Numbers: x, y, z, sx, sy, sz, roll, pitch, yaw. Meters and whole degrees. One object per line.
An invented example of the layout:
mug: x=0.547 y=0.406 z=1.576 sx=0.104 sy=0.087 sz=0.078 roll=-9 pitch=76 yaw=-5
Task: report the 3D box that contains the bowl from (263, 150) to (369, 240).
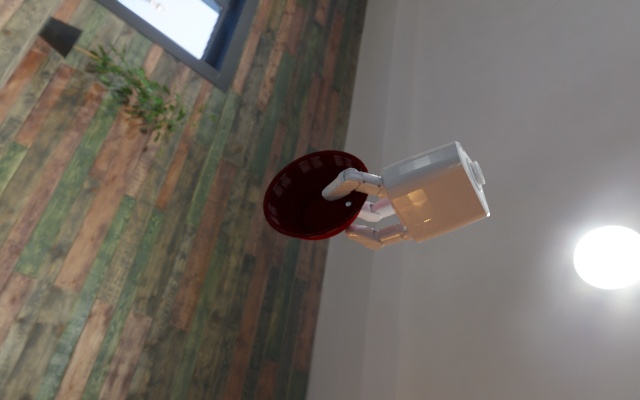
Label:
bowl: x=-0.001 y=0.003 z=0.699 sx=0.162 sy=0.162 sz=0.055 roll=0 pitch=-39 yaw=23
